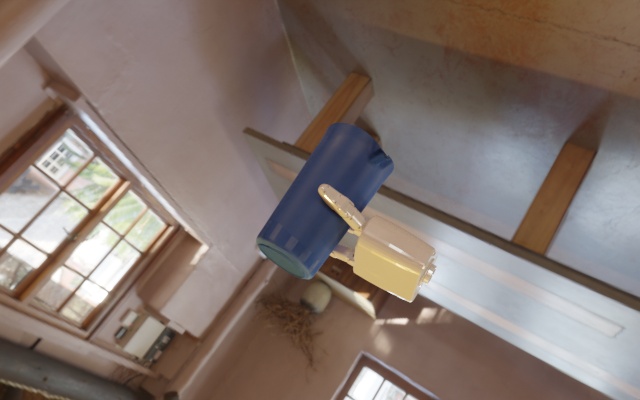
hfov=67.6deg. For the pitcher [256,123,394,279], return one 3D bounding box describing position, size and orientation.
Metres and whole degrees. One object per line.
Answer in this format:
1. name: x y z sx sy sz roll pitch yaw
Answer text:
1. pitcher: 0.000 0.003 0.787 0.145 0.242 0.149 29 -21 18
